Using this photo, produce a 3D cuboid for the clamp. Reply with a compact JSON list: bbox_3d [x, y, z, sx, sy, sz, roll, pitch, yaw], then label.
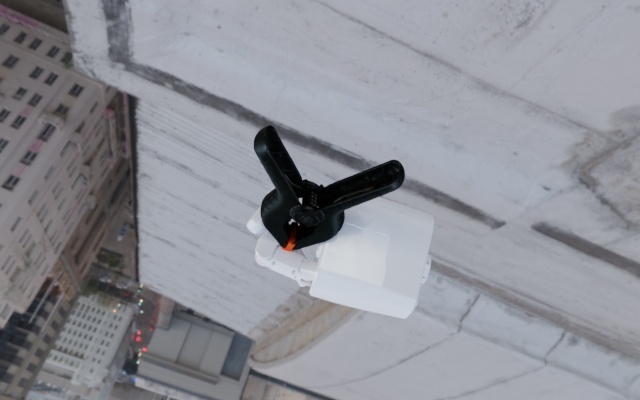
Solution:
[{"bbox_3d":[0.000,0.002,0.426,0.120,0.039,0.172,15,-29,1],"label":"clamp"}]
